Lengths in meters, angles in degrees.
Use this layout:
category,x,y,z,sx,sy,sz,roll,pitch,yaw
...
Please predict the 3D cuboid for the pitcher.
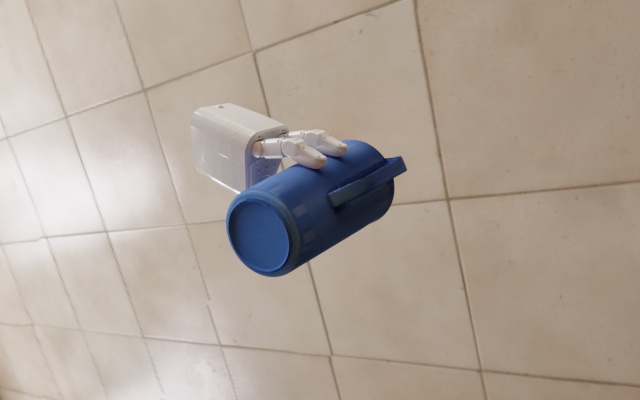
category,x,y,z,sx,sy,sz,roll,pitch,yaw
pitcher,0.000,0.002,0.627,0.145,0.149,0.242,29,30,21
